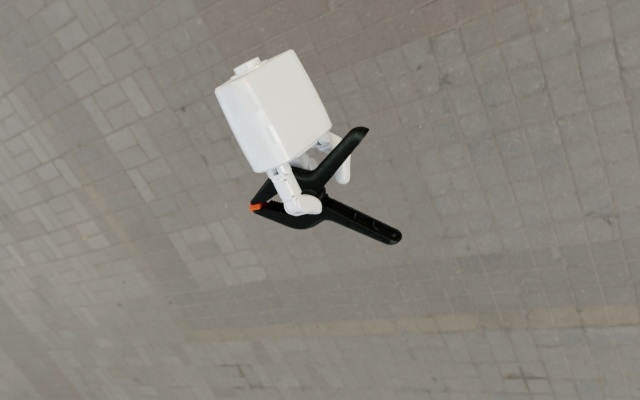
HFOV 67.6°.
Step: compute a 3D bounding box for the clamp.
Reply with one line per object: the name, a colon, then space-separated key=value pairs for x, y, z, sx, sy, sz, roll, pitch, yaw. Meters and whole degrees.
clamp: x=-0.001 y=0.002 z=0.634 sx=0.210 sy=0.165 sz=0.036 roll=-14 pitch=24 yaw=32
